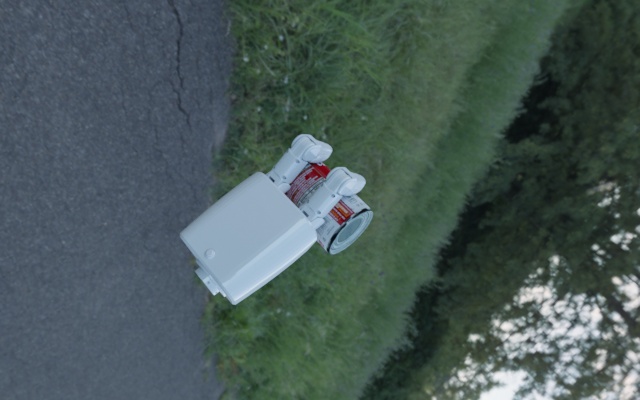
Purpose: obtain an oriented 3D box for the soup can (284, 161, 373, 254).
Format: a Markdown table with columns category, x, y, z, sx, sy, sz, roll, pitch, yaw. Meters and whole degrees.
| category | x | y | z | sx | sy | sz | roll | pitch | yaw |
| --- | --- | --- | --- | --- | --- | --- | --- | --- | --- |
| soup can | 0.001 | 0.002 | 0.533 | 0.102 | 0.068 | 0.068 | 45 | 20 | 21 |
